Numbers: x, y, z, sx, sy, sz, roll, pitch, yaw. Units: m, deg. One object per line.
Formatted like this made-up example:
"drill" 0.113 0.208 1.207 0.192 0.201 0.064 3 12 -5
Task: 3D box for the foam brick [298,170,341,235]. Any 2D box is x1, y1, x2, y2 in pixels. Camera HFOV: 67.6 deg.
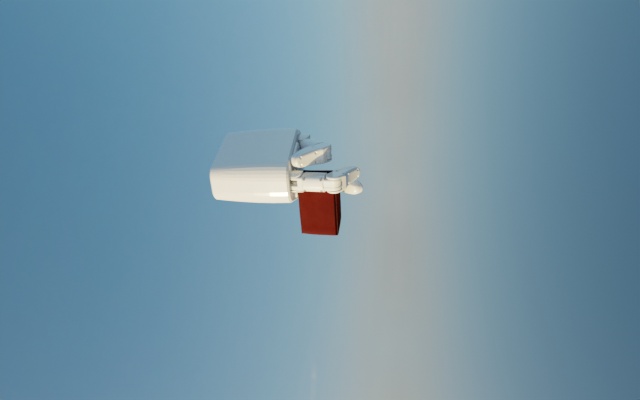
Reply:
"foam brick" 0.000 0.002 0.661 0.051 0.078 0.053 0 25 8
